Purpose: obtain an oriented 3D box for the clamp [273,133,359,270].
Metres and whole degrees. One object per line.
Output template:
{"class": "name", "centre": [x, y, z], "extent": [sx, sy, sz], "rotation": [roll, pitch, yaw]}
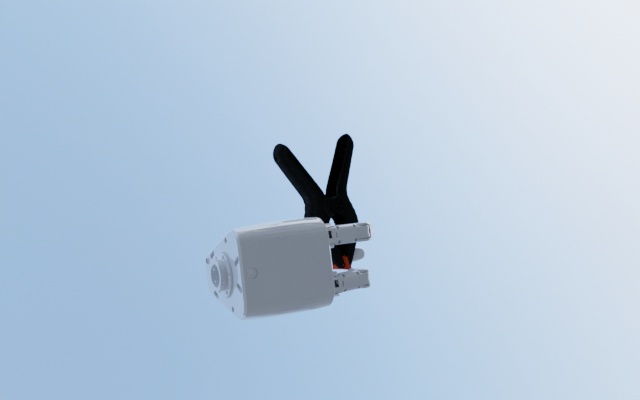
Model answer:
{"class": "clamp", "centre": [0.000, 0.002, 0.579], "extent": [0.120, 0.171, 0.039], "rotation": [-4, -5, -33]}
